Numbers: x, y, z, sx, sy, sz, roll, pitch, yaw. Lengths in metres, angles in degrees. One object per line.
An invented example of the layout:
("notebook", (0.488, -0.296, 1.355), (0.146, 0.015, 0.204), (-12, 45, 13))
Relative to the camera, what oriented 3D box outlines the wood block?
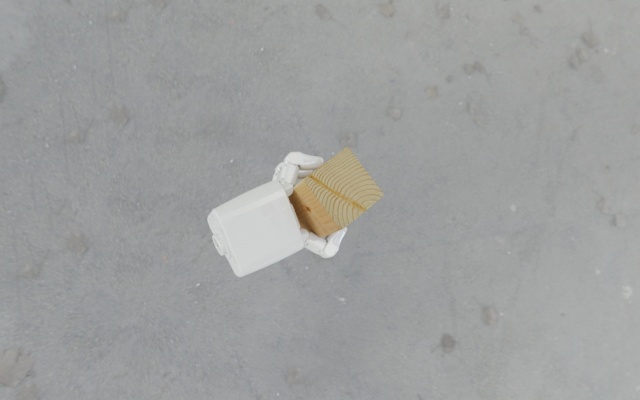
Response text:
("wood block", (0.000, 0.003, 0.764), (0.090, 0.091, 0.206), (-38, 3, -23))
